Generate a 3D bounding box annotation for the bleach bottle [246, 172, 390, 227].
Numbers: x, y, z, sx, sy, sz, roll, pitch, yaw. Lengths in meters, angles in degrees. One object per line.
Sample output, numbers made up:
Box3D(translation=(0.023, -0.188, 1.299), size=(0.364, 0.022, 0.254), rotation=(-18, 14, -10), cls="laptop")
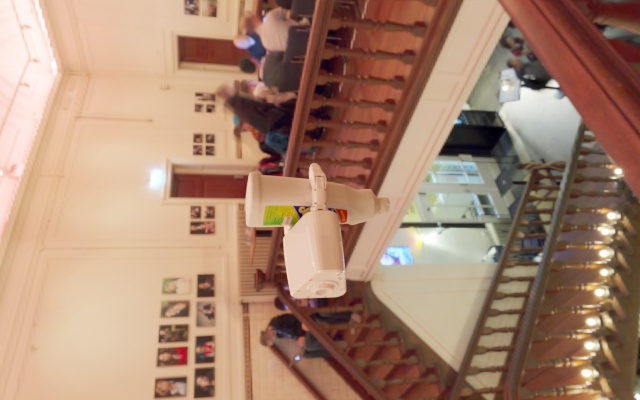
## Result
Box3D(translation=(0.000, 0.003, 0.826), size=(0.251, 0.068, 0.103), rotation=(1, -34, -13), cls="bleach bottle")
